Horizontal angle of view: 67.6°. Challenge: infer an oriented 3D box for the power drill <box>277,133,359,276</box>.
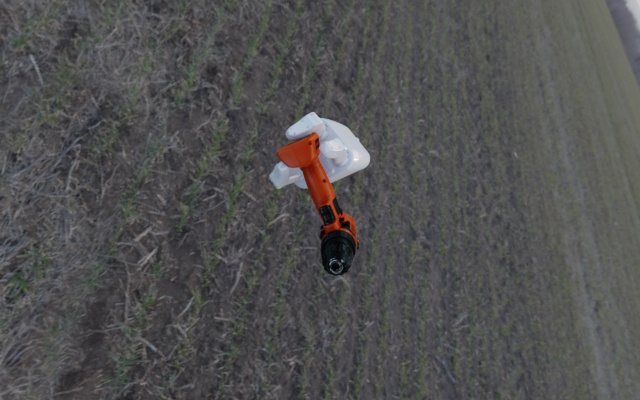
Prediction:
[{"bbox_3d":[0.000,0.002,0.689,0.057,0.188,0.184,-21,12,8],"label":"power drill"}]
